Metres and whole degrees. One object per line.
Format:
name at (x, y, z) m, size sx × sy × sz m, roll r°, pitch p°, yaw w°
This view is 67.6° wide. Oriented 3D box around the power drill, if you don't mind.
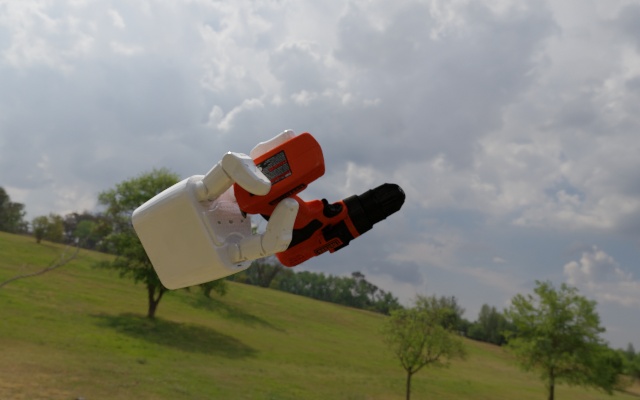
power drill at (0.000, 0.002, 0.561) m, size 0.184 × 0.057 × 0.188 m, roll -29°, pitch -35°, yaw 7°
